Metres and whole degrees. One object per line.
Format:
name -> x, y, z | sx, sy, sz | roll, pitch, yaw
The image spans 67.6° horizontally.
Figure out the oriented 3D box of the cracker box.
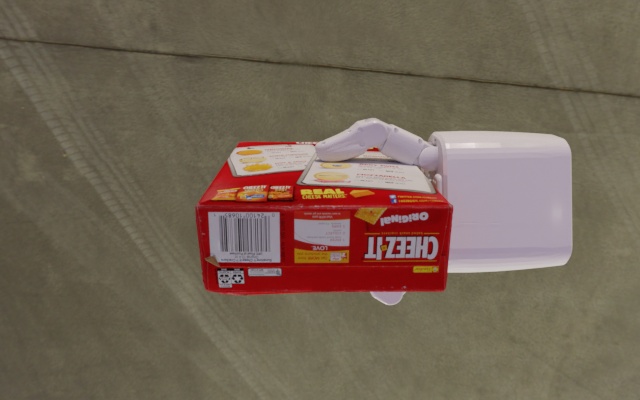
cracker box -> 0.000, 0.001, 0.405 | 0.164, 0.072, 0.213 | 0, 17, -2
